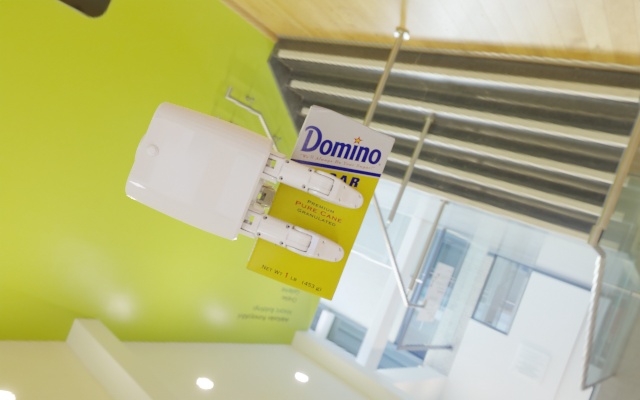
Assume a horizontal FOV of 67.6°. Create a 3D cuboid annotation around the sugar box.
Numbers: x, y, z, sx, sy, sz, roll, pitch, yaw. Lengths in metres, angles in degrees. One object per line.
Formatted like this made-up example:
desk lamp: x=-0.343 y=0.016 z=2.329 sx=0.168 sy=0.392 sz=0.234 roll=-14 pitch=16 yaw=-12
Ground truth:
sugar box: x=0.000 y=0.002 z=0.485 sx=0.093 sy=0.176 sz=0.048 roll=21 pitch=-2 yaw=-6
